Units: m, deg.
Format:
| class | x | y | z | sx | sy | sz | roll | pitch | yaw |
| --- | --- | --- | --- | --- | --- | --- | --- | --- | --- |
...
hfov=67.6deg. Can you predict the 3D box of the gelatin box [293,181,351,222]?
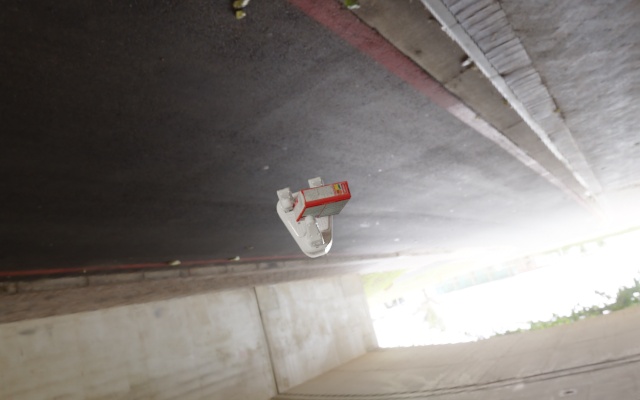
| class | x | y | z | sx | sy | sz | roll | pitch | yaw |
| --- | --- | --- | --- | --- | --- | --- | --- | --- | --- |
| gelatin box | 0.000 | 0.003 | 0.733 | 0.073 | 0.030 | 0.089 | -11 | -15 | -15 |
